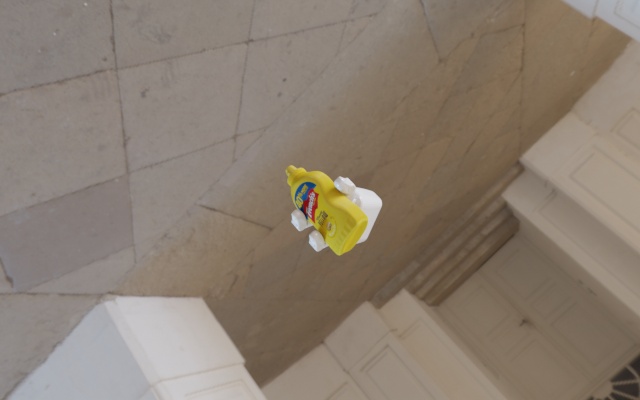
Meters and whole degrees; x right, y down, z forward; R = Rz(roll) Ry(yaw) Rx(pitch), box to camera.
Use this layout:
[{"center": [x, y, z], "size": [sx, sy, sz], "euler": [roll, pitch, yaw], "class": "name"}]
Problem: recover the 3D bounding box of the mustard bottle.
[{"center": [0.000, 0.003, 0.879], "size": [0.058, 0.096, 0.191], "euler": [-22, 59, -39], "class": "mustard bottle"}]
